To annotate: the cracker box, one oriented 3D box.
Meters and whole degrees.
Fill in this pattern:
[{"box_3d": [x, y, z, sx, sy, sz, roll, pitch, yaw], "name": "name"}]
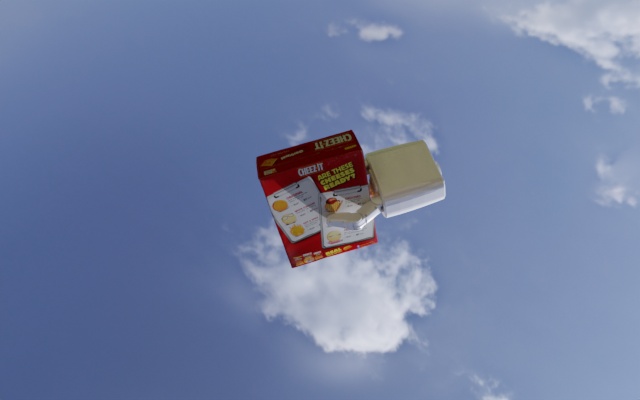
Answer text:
[{"box_3d": [0.000, 0.003, 0.804, 0.164, 0.214, 0.072, -16, 41, -1], "name": "cracker box"}]
